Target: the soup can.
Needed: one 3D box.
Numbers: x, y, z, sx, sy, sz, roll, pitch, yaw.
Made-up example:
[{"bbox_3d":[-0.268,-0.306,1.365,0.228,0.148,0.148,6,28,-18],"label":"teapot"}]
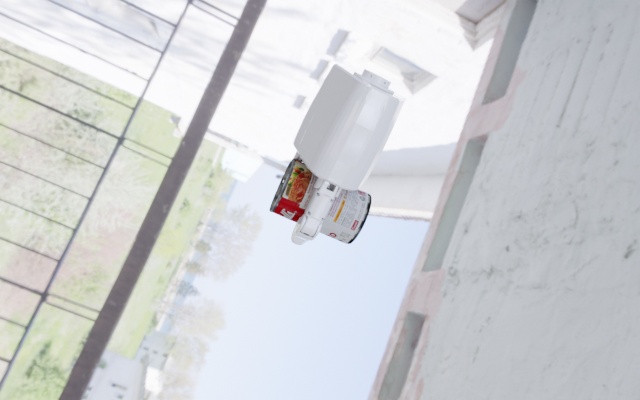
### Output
[{"bbox_3d":[0.000,0.002,0.560,0.102,0.068,0.068,24,-4,-10],"label":"soup can"}]
